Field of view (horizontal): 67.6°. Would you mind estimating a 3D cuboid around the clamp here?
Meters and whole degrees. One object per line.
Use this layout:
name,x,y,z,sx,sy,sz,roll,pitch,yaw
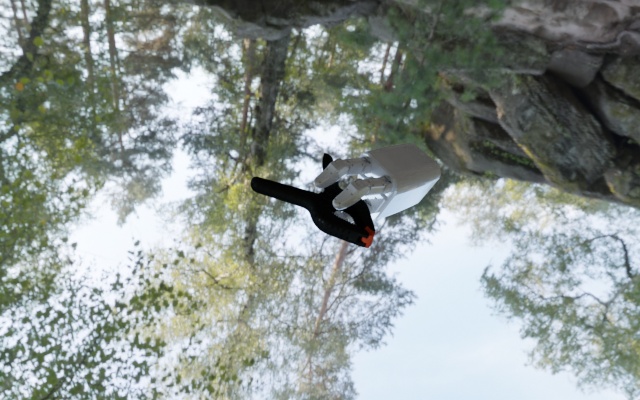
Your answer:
clamp,0.000,0.003,0.748,0.164,0.036,0.210,-17,47,-29
